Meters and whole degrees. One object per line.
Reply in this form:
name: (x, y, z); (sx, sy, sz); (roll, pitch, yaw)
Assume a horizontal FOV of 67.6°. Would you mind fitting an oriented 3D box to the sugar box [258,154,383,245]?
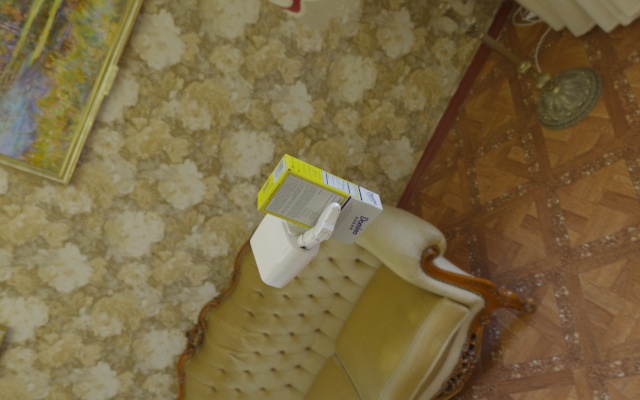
sugar box: (0.000, 0.002, 0.754); (0.176, 0.048, 0.093); (21, -54, -26)
